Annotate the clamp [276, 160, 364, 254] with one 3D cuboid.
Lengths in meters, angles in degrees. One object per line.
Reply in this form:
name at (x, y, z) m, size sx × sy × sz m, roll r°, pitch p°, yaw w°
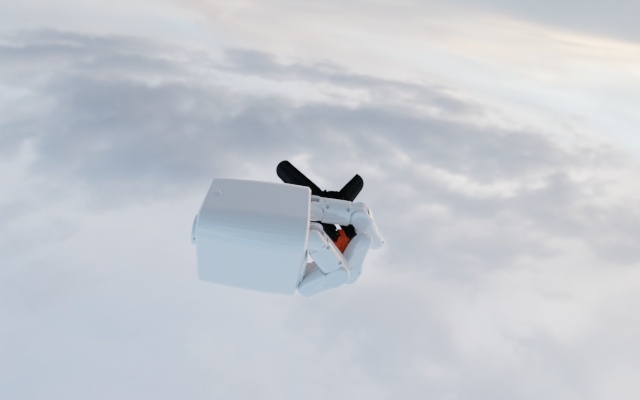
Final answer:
clamp at (0.000, 0.003, 0.582) m, size 0.120 × 0.039 × 0.171 m, roll 9°, pitch 28°, yaw -5°
